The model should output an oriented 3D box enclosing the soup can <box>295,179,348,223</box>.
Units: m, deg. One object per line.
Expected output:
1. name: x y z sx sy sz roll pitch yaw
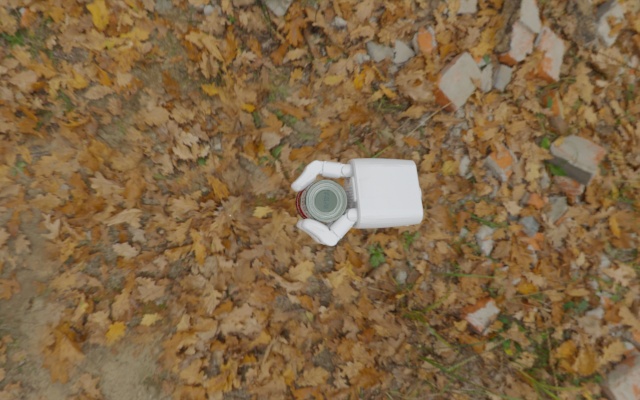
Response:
1. soup can: 0.000 0.002 0.768 0.068 0.068 0.102 0 -2 -11
